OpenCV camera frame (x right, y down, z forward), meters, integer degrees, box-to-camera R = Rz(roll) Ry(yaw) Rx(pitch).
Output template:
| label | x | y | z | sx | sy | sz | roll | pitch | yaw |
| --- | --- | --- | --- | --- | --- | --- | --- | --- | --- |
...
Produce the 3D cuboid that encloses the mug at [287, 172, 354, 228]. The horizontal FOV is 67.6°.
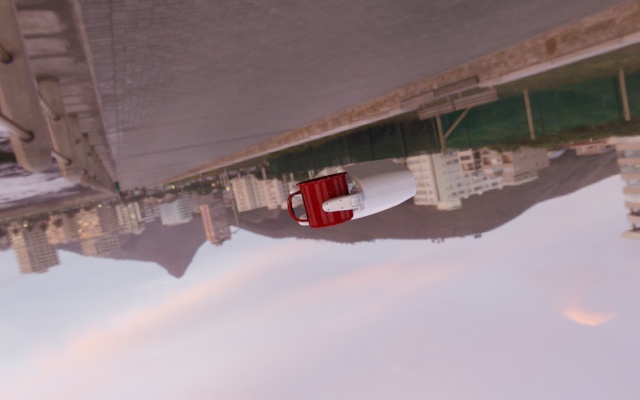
| label | x | y | z | sx | sy | sz | roll | pitch | yaw |
| --- | --- | --- | --- | --- | --- | --- | --- | --- | --- |
| mug | -0.001 | 0.003 | 0.829 | 0.117 | 0.081 | 0.093 | -15 | 6 | -17 |
